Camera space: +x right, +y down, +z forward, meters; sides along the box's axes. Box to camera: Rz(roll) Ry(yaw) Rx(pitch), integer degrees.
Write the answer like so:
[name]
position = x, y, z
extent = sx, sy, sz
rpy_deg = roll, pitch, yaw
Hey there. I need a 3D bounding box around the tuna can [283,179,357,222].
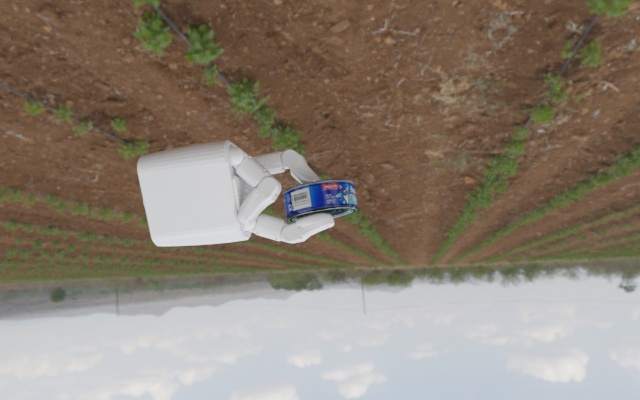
[tuna can]
position = 0.000, 0.002, 0.565
extent = 0.086, 0.033, 0.086
rpy_deg = -8, -10, -2
